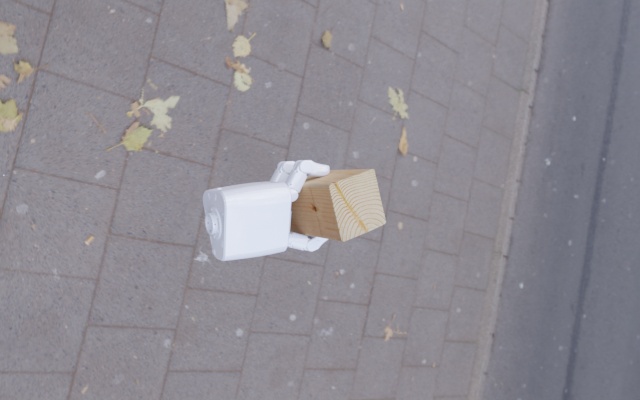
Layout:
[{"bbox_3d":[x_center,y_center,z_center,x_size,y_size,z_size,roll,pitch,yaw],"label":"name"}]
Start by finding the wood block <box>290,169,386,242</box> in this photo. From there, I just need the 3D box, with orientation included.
[{"bbox_3d":[0.000,0.003,0.791,0.090,0.091,0.206,-20,13,-31],"label":"wood block"}]
